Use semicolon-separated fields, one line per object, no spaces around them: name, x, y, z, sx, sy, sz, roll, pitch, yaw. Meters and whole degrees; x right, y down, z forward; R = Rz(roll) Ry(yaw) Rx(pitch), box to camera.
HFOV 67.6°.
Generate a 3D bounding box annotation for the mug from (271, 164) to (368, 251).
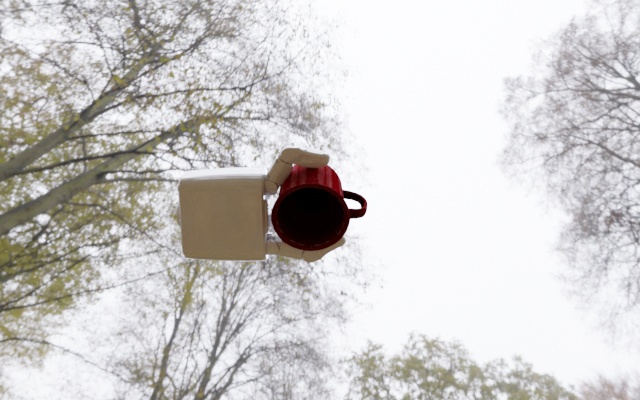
mug;0.002;0.002;0.594;0.117;0.093;0.081;0;29;-1
